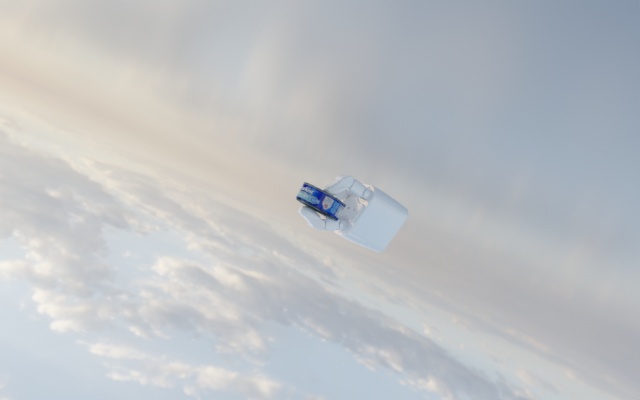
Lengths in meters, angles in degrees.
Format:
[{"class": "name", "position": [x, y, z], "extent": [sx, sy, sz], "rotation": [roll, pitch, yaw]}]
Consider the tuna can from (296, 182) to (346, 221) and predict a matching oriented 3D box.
[{"class": "tuna can", "position": [0.000, 0.003, 0.841], "extent": [0.086, 0.034, 0.086], "rotation": [29, -4, 2]}]
